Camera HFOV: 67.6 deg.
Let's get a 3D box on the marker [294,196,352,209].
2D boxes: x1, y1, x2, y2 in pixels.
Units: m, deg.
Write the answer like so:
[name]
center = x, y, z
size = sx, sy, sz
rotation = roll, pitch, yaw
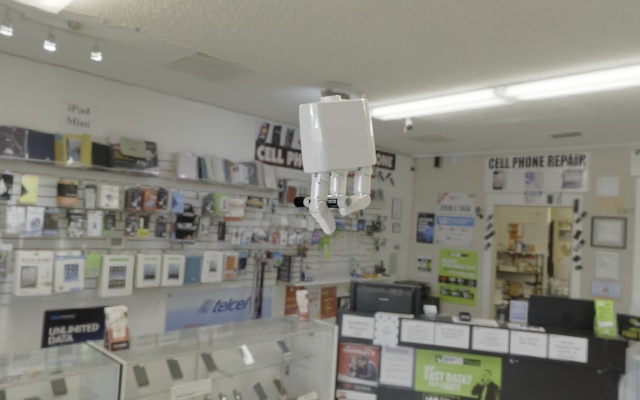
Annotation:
[marker]
center = 0.000, 0.003, 0.762
size = 0.020, 0.020, 0.121
rotation = 0, 0, -44
